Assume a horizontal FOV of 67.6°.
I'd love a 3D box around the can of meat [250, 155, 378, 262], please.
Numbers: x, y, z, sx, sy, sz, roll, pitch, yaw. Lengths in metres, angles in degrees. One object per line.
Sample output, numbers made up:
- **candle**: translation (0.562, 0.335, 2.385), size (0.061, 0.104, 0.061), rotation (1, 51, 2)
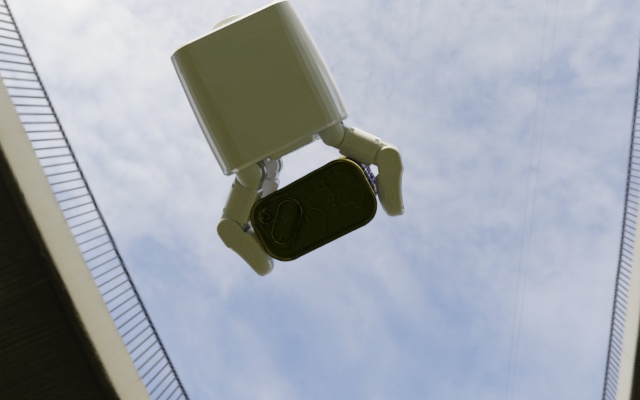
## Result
- **can of meat**: translation (0.000, 0.001, 0.418), size (0.102, 0.057, 0.084), rotation (-28, 5, 14)
